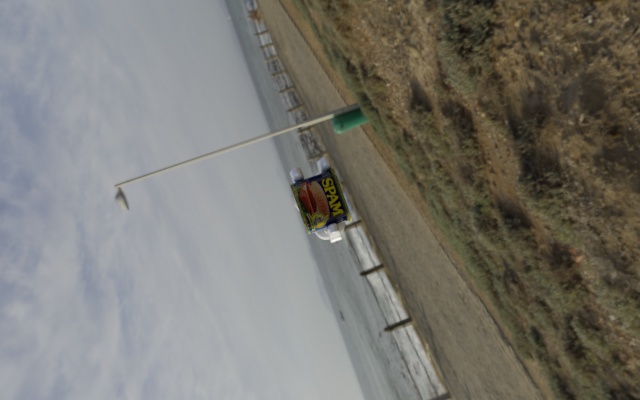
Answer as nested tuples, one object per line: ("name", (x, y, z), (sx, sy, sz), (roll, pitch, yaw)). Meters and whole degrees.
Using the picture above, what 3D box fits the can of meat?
("can of meat", (0.000, 0.003, 0.865), (0.084, 0.102, 0.057), (-19, -3, -2))
